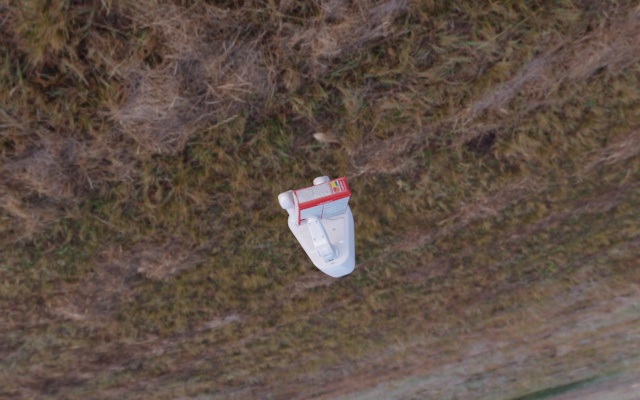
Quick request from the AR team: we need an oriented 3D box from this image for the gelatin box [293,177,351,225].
[{"bbox_3d":[0.000,0.003,0.666,0.073,0.030,0.089,-15,-16,-7],"label":"gelatin box"}]
